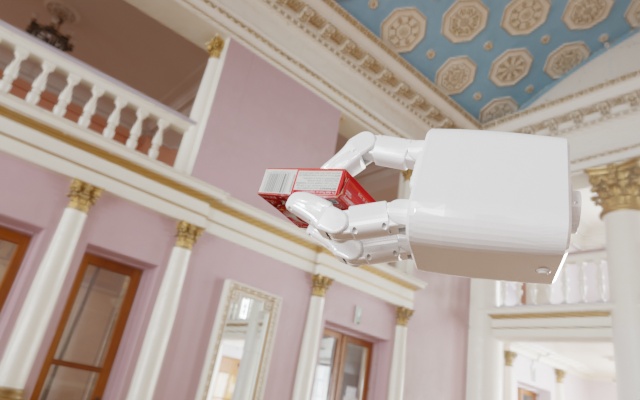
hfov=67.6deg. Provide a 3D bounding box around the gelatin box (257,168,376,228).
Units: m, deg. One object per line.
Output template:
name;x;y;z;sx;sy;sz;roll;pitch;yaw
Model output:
gelatin box;0.000;0.001;0.430;0.089;0.030;0.073;3;-25;34
